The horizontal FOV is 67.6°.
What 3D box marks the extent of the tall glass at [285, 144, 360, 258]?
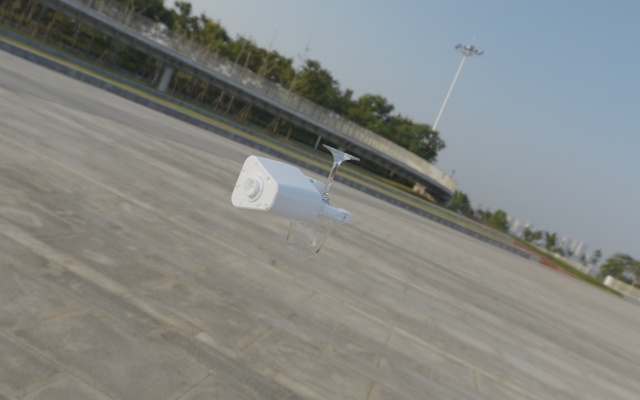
[{"bbox_3d":[0.001,0.002,0.881,0.079,0.201,0.079,22,6,-3],"label":"tall glass"}]
